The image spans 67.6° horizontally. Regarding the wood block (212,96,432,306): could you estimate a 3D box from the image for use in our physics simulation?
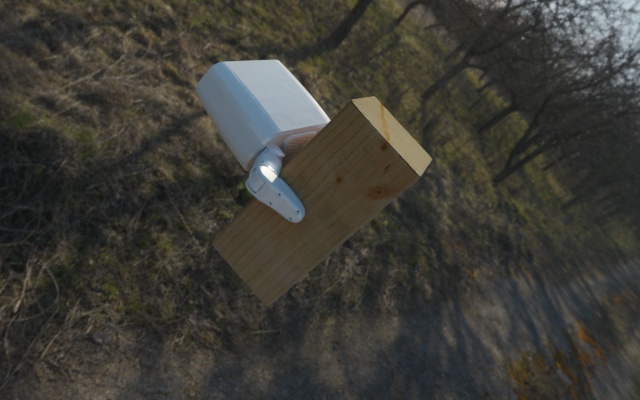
[{"bbox_3d":[0.000,0.001,0.481,0.206,0.090,0.091,-43,-3,24],"label":"wood block"}]
